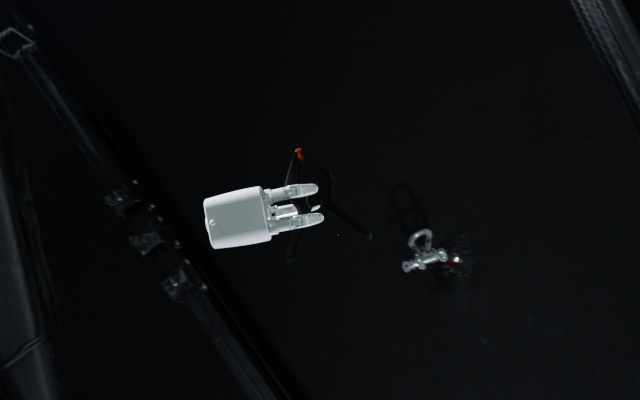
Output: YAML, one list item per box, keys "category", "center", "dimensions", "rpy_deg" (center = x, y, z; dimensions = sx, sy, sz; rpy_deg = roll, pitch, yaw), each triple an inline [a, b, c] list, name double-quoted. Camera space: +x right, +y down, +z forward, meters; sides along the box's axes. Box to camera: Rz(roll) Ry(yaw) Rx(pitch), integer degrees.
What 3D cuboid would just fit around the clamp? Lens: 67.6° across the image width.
- category: "clamp"
  center: [0.000, 0.003, 0.895]
  dimensions: [0.164, 0.210, 0.036]
  rpy_deg: [-11, -4, -1]
